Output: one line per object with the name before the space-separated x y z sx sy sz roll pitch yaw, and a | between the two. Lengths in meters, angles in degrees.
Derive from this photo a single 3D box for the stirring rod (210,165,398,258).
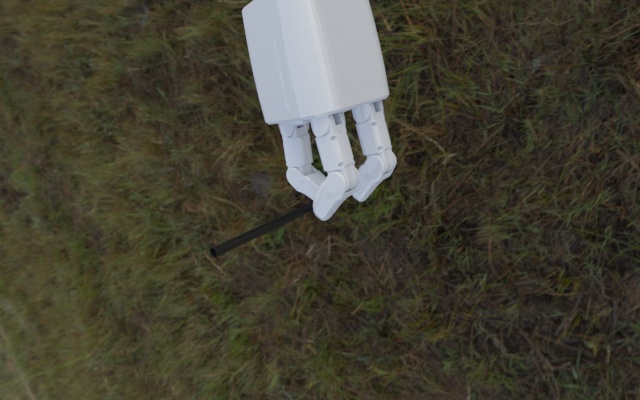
stirring rod | 0.000 0.001 0.438 0.011 0.011 0.239 0 18 45
